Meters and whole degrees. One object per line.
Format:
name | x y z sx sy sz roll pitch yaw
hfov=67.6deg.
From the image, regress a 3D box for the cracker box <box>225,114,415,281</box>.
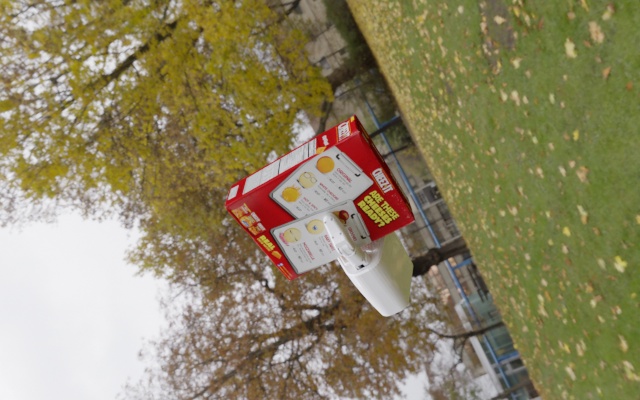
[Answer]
cracker box | 0.000 0.002 0.683 0.214 0.164 0.072 -28 29 15
